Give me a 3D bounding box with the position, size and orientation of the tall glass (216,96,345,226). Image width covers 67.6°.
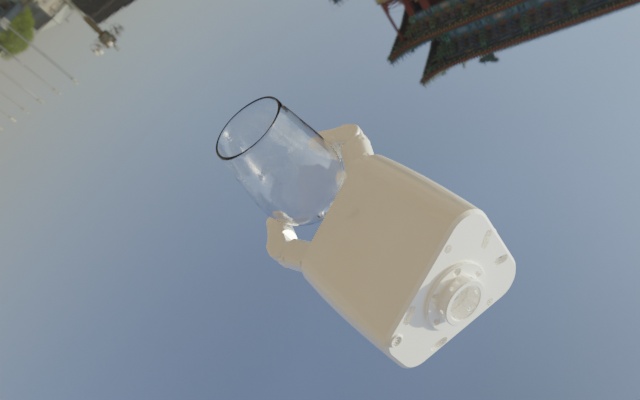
[{"bbox_3d":[0.000,0.002,0.417,0.079,0.079,0.201,0,-35,43],"label":"tall glass"}]
